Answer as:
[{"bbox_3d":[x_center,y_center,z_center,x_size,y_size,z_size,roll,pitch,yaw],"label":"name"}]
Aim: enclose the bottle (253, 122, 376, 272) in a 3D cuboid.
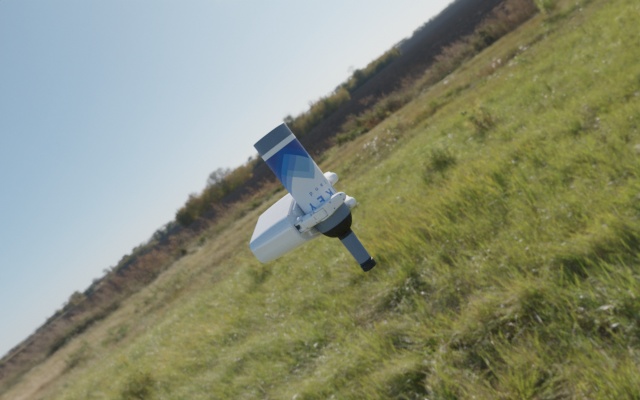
[{"bbox_3d":[0.000,0.002,0.829,0.069,0.296,0.069,-37,8,6],"label":"bottle"}]
